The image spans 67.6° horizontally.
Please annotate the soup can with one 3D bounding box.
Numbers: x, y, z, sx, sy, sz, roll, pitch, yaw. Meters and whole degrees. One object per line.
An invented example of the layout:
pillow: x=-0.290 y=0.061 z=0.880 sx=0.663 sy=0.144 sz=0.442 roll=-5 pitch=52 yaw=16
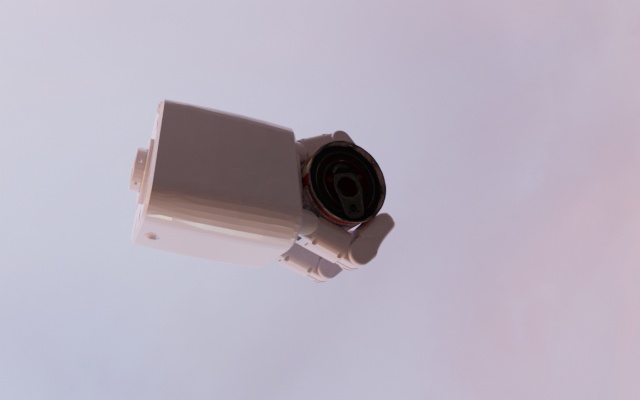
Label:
soup can: x=0.000 y=0.001 z=0.409 sx=0.068 sy=0.068 sz=0.102 roll=0 pitch=-19 yaw=-28
